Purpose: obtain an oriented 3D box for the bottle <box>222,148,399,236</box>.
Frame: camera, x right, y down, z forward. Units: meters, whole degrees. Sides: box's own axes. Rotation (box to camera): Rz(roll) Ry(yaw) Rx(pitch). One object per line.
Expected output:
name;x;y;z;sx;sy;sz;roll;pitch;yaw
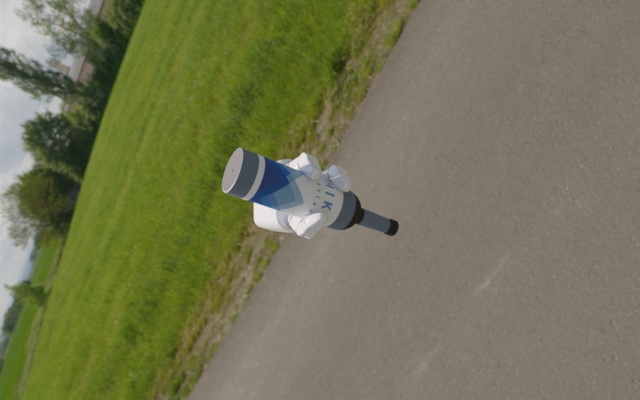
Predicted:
bottle;0.000;0.002;0.728;0.296;0.069;0.069;20;-10;-28
